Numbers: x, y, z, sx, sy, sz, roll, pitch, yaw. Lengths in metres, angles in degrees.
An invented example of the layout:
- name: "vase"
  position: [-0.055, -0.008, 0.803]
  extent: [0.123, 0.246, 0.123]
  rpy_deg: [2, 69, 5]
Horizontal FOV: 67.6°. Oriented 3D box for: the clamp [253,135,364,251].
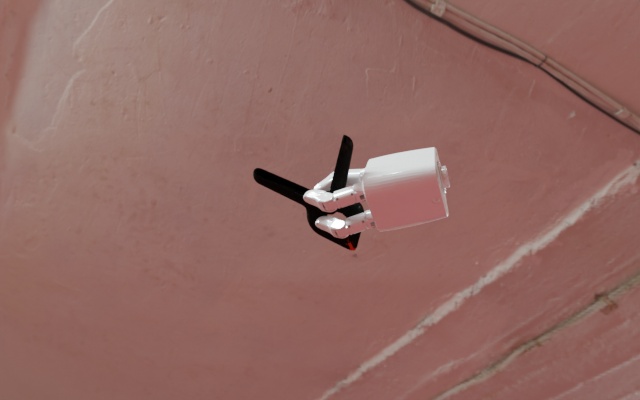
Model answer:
- name: "clamp"
  position: [0.001, 0.002, 0.760]
  extent: [0.164, 0.210, 0.036]
  rpy_deg: [-12, 37, 17]
